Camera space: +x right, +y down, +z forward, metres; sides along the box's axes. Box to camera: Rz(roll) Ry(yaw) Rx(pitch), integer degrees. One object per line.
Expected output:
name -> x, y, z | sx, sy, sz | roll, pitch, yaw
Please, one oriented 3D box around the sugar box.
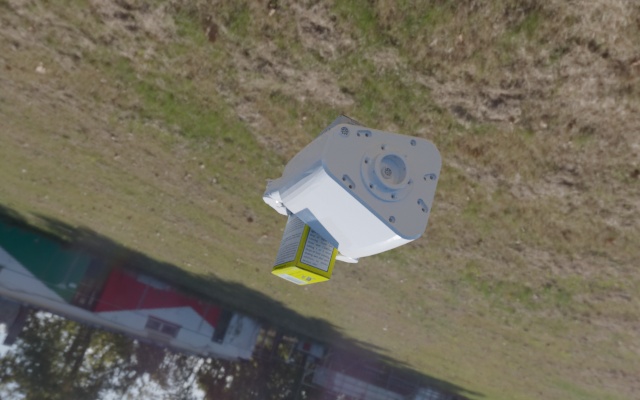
sugar box -> 0.001, 0.002, 0.532 | 0.048, 0.176, 0.093 | 25, -20, -15
